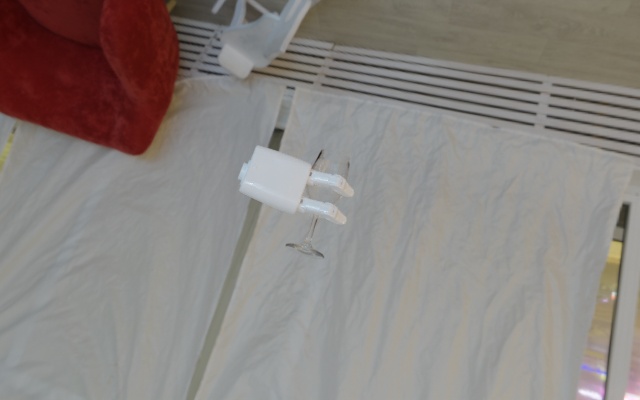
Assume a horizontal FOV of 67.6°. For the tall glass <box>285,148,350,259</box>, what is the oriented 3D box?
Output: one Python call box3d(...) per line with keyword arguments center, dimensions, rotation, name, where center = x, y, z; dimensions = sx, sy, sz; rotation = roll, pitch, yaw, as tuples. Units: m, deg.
box3d(center=(0.000, 0.004, 0.896), dimensions=(0.079, 0.201, 0.079), rotation=(16, -18, 6), name="tall glass")
